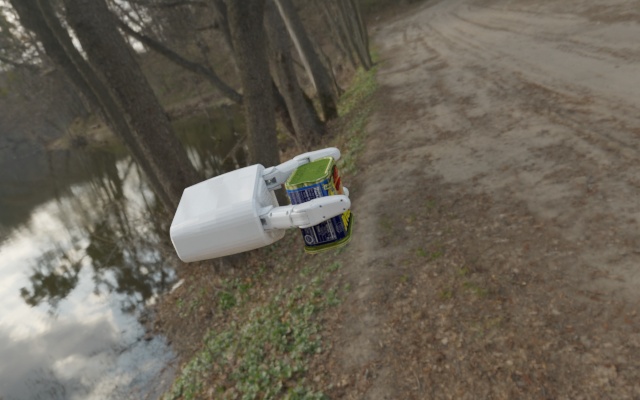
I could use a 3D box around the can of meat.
[{"bbox_3d":[0.000,0.002,0.570,0.057,0.084,0.102,-14,18,12],"label":"can of meat"}]
